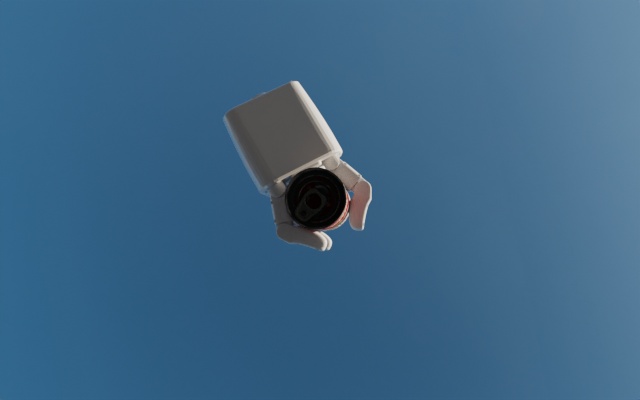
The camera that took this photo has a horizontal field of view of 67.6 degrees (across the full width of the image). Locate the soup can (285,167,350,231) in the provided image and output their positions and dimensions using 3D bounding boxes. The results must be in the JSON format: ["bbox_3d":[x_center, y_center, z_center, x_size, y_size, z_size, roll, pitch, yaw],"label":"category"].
[{"bbox_3d":[0.000,0.002,0.564,0.068,0.068,0.102,0,-5,7],"label":"soup can"}]
